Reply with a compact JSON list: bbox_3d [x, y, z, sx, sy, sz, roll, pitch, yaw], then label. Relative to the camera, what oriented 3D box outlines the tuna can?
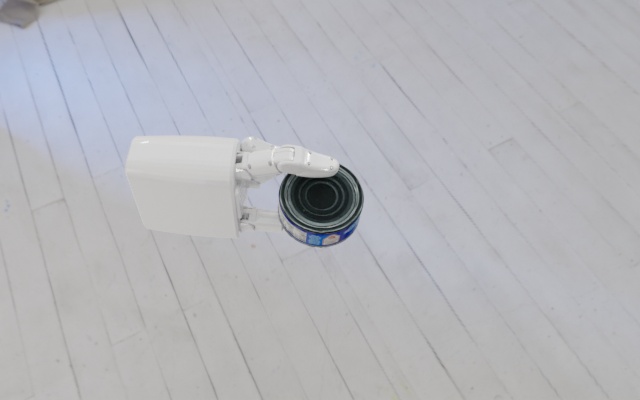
[{"bbox_3d":[0.000,0.001,0.479,0.086,0.086,0.034,0,-29,-5],"label":"tuna can"}]
